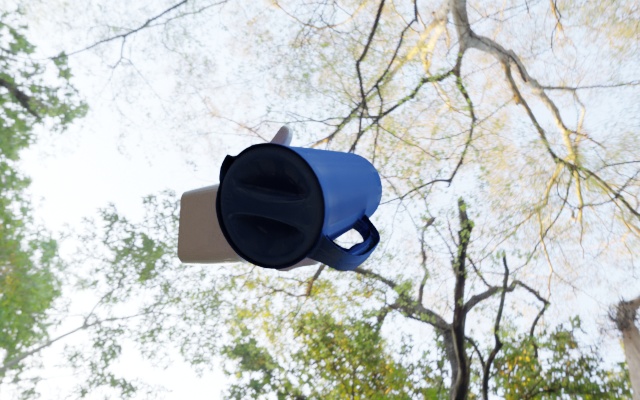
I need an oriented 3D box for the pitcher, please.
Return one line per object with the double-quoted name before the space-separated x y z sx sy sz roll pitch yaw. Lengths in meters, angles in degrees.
"pitcher" 0.000 0.002 0.596 0.145 0.149 0.243 -10 2 26
